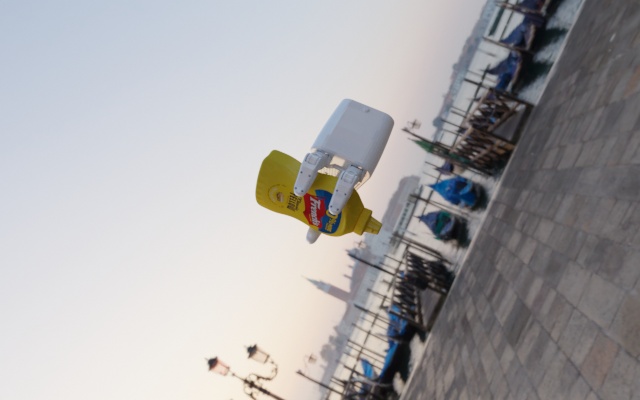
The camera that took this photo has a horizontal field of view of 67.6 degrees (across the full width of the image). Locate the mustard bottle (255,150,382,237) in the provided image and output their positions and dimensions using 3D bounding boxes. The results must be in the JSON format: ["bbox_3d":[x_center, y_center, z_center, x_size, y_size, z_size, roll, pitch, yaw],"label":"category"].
[{"bbox_3d":[0.000,0.002,0.701,0.191,0.096,0.058,24,41,10],"label":"mustard bottle"}]
